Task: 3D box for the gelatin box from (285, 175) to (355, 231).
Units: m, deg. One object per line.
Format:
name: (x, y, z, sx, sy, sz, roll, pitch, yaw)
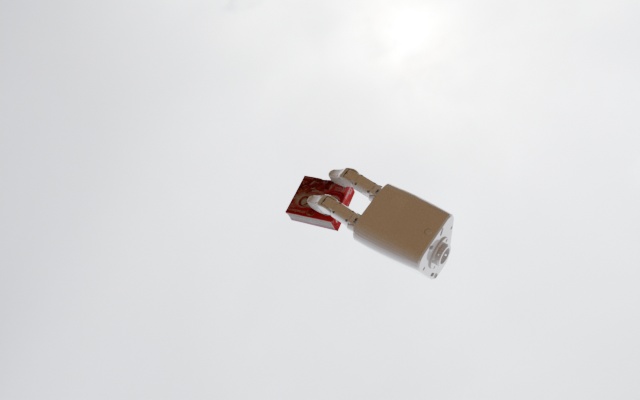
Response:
gelatin box: (0.000, 0.003, 0.745, 0.089, 0.073, 0.030, 11, -28, 30)
